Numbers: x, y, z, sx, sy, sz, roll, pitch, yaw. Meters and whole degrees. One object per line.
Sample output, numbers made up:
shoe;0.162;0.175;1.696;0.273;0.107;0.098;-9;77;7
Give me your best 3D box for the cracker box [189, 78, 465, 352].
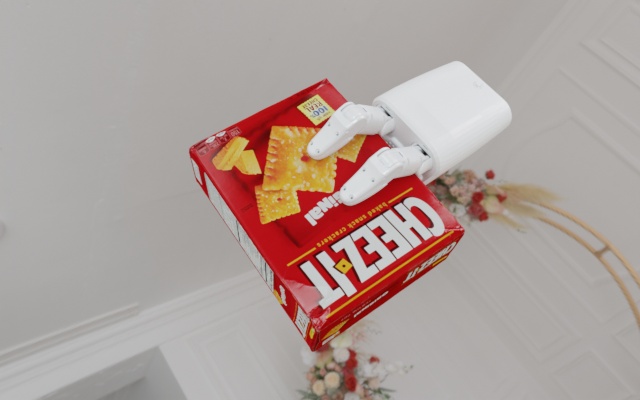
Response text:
cracker box;0.000;0.001;0.453;0.164;0.213;0.072;-30;-24;-19
